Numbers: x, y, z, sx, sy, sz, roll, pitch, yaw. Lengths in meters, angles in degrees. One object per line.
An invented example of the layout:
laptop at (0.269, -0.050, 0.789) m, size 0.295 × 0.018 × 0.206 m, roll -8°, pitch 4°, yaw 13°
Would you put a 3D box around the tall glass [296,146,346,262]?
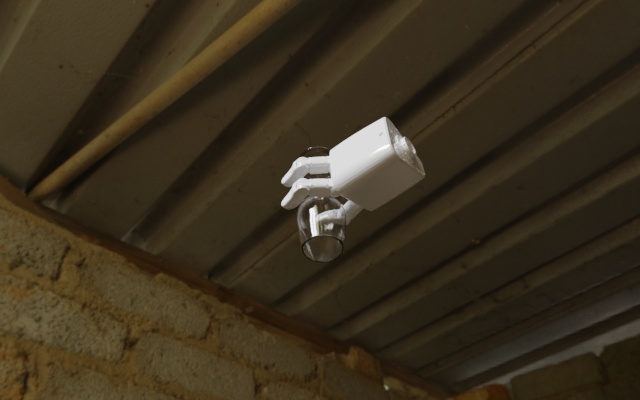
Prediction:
tall glass at (0.000, 0.002, 0.771) m, size 0.079 × 0.079 × 0.200 m, roll 0°, pitch 44°, yaw -2°
